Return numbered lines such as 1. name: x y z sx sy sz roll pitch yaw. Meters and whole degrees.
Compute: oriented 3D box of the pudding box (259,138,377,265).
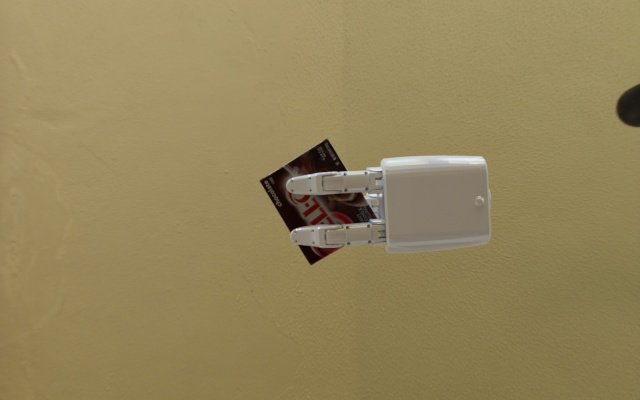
1. pudding box: 0.000 0.002 0.534 0.090 0.113 0.039 -31 -2 6
